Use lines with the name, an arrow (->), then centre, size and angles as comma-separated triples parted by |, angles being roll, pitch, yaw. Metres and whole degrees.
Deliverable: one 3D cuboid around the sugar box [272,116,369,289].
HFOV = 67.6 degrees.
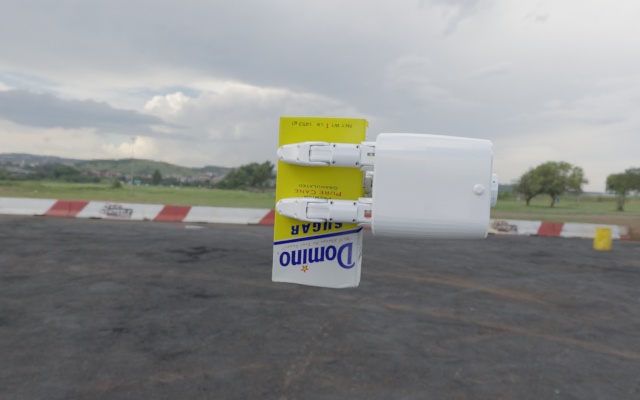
sugar box -> 0.000, 0.002, 0.509 | 0.093, 0.176, 0.048 | 3, 1, 11
